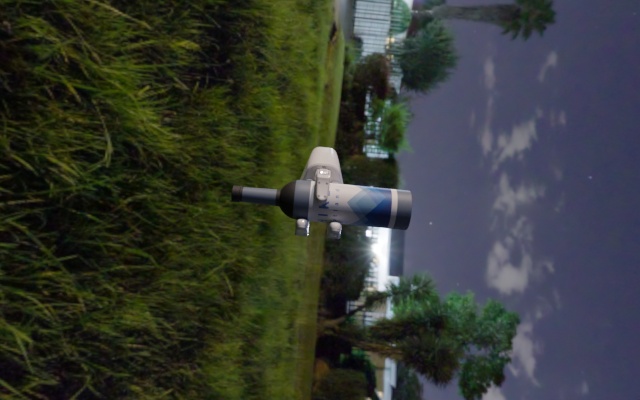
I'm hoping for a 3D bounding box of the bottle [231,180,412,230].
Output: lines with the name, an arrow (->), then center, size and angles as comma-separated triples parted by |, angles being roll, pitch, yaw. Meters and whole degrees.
bottle -> 0.000, 0.003, 0.798 | 0.296, 0.069, 0.069 | 6, 0, -1
